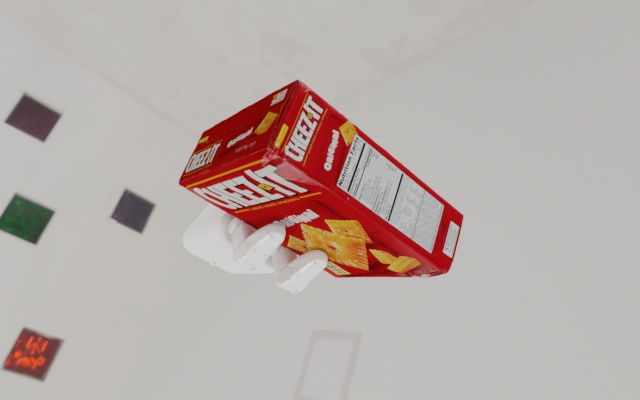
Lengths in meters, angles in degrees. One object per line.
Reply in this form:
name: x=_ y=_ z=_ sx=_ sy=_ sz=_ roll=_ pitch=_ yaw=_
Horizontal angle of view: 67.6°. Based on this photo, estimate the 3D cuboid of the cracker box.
cracker box: x=0.000 y=0.001 z=0.447 sx=0.214 sy=0.072 sz=0.164 roll=34 pitch=-27 yaw=-30
